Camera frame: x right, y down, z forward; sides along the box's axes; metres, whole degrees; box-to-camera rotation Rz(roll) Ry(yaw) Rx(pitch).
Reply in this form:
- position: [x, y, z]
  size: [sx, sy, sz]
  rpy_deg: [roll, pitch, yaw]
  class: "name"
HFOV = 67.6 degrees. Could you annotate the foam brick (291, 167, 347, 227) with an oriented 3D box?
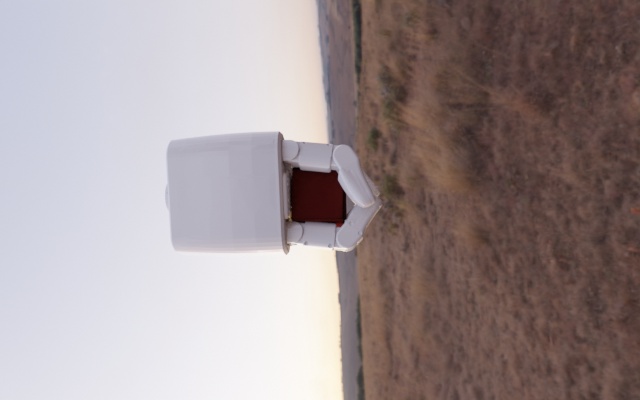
- position: [0.000, 0.002, 0.479]
  size: [0.051, 0.053, 0.078]
  rpy_deg: [-1, -15, 3]
  class: "foam brick"
